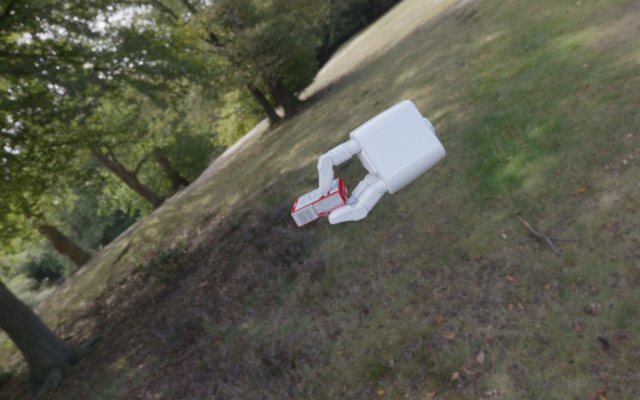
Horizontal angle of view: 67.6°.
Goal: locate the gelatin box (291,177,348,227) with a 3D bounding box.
[{"bbox_3d":[0.000,0.002,0.778,0.089,0.030,0.073,-25,15,11],"label":"gelatin box"}]
